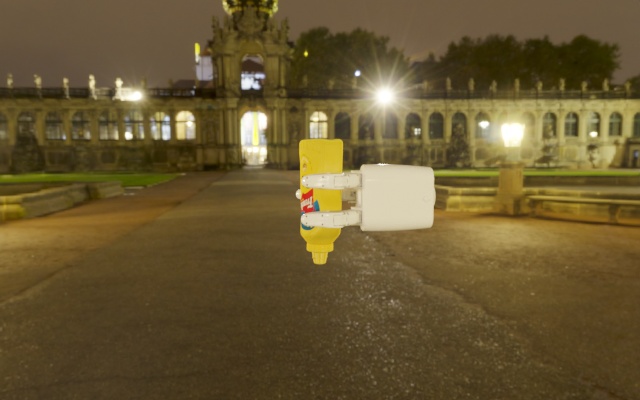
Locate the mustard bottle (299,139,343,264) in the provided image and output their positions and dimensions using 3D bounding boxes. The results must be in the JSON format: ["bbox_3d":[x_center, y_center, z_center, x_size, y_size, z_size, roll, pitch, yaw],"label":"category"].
[{"bbox_3d":[0.000,0.002,0.735,0.058,0.191,0.096,-2,6,-24],"label":"mustard bottle"}]
